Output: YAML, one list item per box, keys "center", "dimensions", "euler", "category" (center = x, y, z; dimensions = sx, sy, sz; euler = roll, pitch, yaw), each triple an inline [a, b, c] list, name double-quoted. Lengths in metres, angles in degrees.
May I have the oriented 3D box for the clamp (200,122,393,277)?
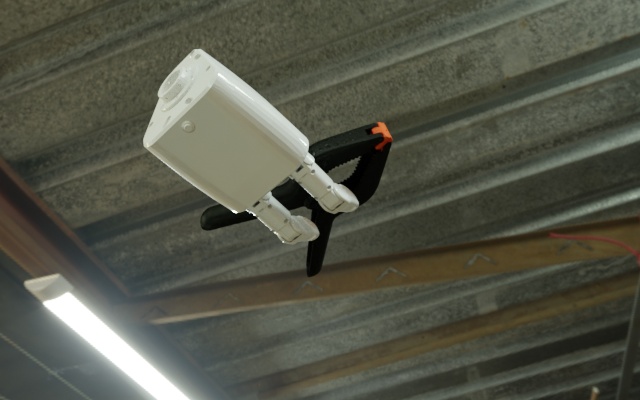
- center: [0.000, 0.001, 0.514]
  dimensions: [0.210, 0.036, 0.165]
  euler: [-37, -50, 19]
  category: "clamp"
